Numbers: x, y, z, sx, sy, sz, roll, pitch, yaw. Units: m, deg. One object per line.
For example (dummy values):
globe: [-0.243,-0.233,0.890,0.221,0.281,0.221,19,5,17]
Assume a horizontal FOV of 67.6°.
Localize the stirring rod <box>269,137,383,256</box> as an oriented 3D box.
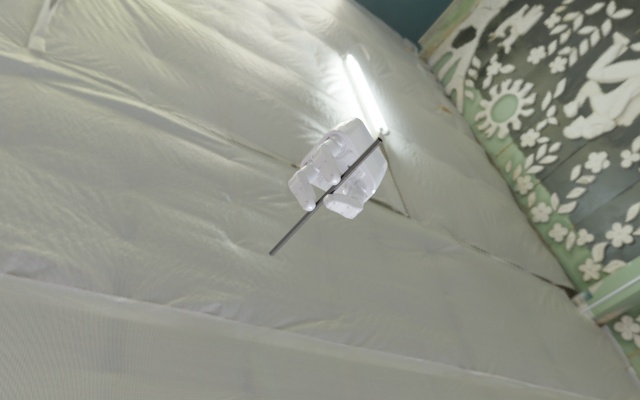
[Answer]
stirring rod: [0.000,0.002,0.637,0.011,0.011,0.240,0,-39,-50]
